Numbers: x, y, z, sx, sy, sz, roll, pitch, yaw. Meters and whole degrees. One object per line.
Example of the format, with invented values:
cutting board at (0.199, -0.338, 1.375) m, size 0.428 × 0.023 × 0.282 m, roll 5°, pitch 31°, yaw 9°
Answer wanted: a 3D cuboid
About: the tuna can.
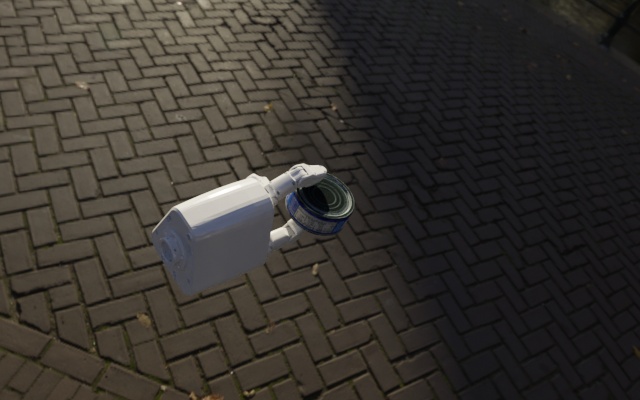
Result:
tuna can at (0.000, 0.002, 0.616) m, size 0.086 × 0.086 × 0.034 m, roll 0°, pitch -41°, yaw -31°
